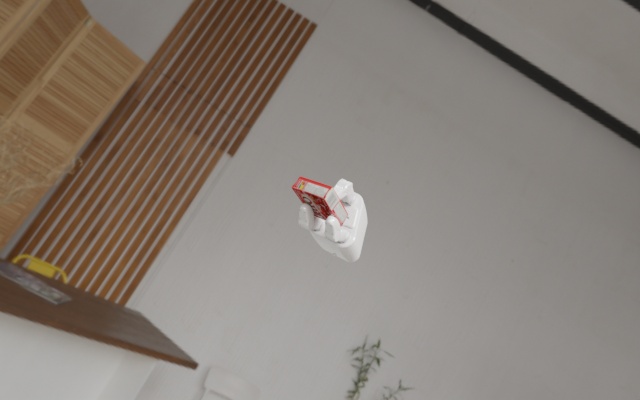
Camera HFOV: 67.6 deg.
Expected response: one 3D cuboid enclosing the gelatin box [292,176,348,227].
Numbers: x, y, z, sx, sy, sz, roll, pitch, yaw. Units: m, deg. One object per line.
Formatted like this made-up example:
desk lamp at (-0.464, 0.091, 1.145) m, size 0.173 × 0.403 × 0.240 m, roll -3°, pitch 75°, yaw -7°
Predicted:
gelatin box at (0.000, 0.002, 0.827) m, size 0.073 × 0.030 × 0.089 m, roll 20°, pitch -24°, yaw 35°
